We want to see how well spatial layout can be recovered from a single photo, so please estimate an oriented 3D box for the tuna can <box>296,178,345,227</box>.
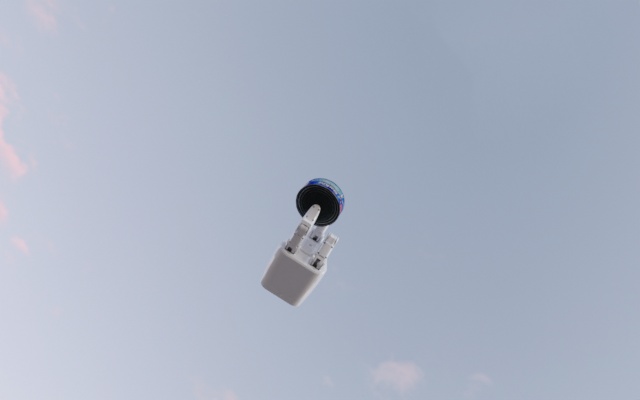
[{"bbox_3d":[0.000,0.003,0.874,0.086,0.086,0.033,0,26,23],"label":"tuna can"}]
